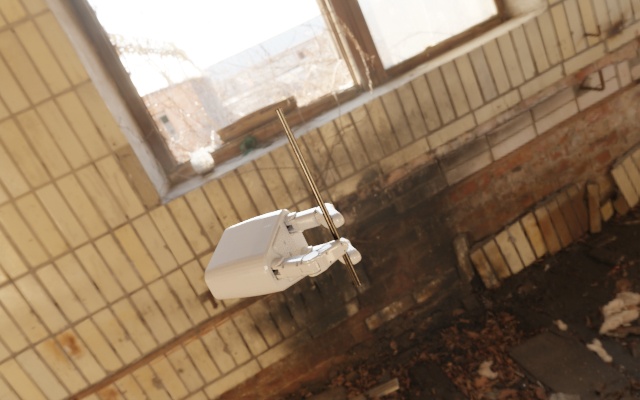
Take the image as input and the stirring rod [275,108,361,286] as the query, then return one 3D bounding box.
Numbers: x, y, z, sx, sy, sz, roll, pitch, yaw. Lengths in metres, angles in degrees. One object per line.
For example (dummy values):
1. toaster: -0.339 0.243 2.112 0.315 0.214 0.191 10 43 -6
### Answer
1. stirring rod: 0.000 0.002 0.571 0.011 0.239 0.011 -22 17 7
